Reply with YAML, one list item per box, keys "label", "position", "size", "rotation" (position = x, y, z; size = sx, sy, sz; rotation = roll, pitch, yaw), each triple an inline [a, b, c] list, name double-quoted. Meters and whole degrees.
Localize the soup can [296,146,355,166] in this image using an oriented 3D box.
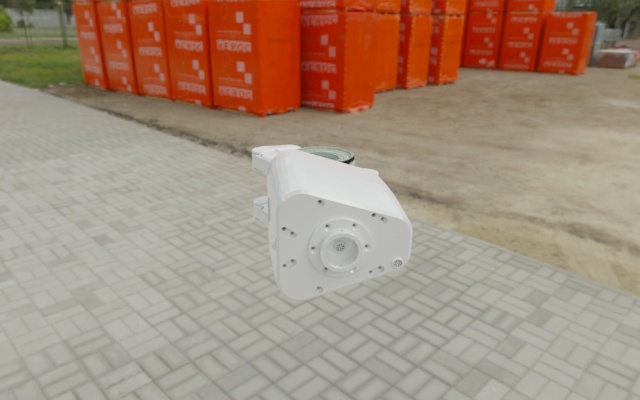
- label: "soup can"
  position: [0.000, 0.001, 0.492]
  size: [0.068, 0.102, 0.068]
  rotation: [1, 20, 0]
